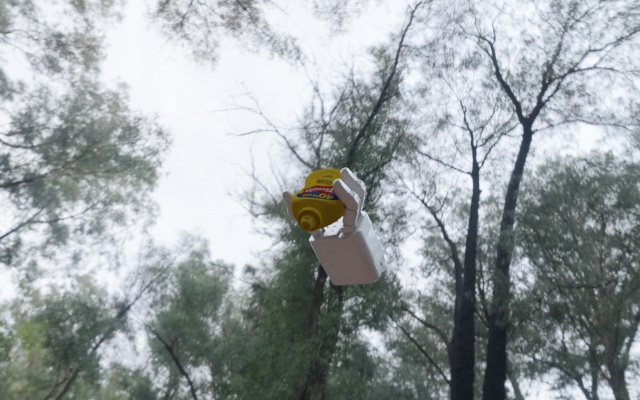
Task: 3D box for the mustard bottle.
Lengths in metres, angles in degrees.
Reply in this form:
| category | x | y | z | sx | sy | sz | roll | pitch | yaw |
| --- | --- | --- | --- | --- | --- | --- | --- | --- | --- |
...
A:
| category | x | y | z | sx | sy | sz | roll | pitch | yaw |
| --- | --- | --- | --- | --- | --- | --- | --- | --- | --- |
| mustard bottle | 0.000 | 0.002 | 0.850 | 0.096 | 0.058 | 0.191 | 6 | 27 | 14 |
